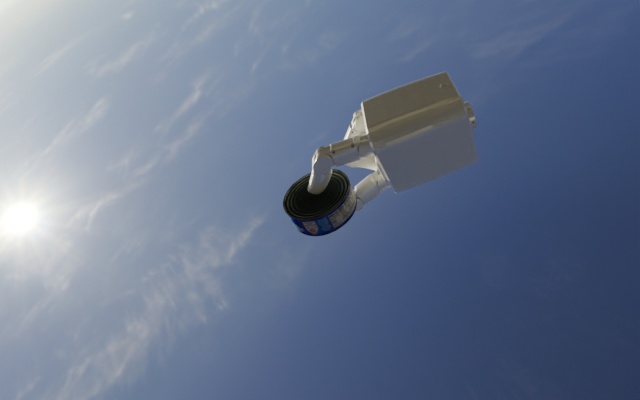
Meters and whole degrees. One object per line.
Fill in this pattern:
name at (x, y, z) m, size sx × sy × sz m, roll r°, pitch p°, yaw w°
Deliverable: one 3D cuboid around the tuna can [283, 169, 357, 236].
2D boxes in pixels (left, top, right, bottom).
tuna can at (0.000, 0.002, 0.580) m, size 0.086 × 0.086 × 0.034 m, roll 0°, pitch -44°, yaw 30°
